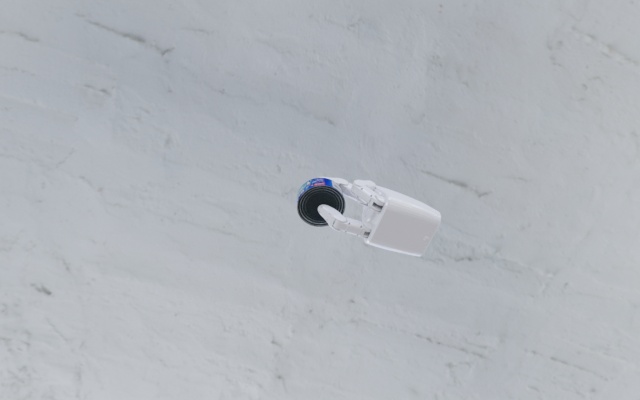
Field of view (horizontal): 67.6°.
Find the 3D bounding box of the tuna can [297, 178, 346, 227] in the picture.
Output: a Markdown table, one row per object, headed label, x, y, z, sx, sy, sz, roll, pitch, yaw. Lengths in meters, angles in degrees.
| label | x | y | z | sx | sy | sz | roll | pitch | yaw |
| --- | --- | --- | --- | --- | --- | --- | --- | --- | --- |
| tuna can | 0.000 | 0.002 | 0.851 | 0.086 | 0.086 | 0.033 | 0 | 32 | -6 |
